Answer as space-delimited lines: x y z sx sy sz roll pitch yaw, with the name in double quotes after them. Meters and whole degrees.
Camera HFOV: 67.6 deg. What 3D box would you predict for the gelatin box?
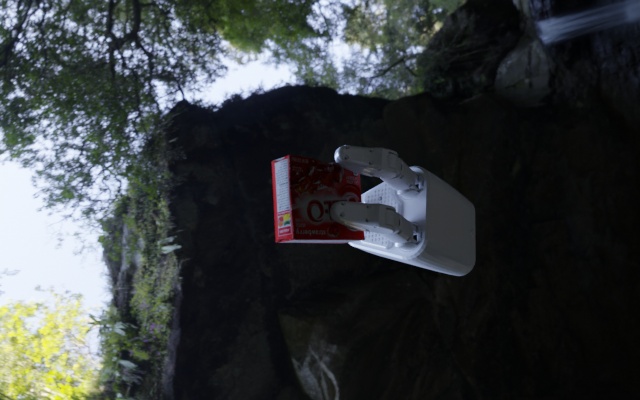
0.000 0.001 0.433 0.089 0.073 0.030 5 -13 -41 "gelatin box"
